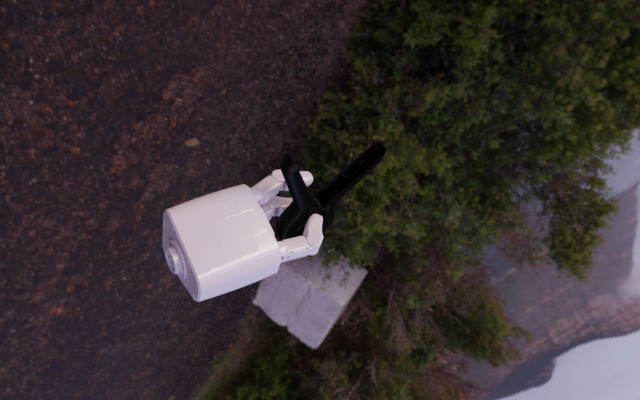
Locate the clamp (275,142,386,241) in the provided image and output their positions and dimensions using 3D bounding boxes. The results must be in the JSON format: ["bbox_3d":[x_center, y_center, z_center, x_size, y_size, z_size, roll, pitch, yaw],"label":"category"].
[{"bbox_3d":[0.000,0.003,0.663,0.164,0.036,0.210,-16,-35,-30],"label":"clamp"}]
